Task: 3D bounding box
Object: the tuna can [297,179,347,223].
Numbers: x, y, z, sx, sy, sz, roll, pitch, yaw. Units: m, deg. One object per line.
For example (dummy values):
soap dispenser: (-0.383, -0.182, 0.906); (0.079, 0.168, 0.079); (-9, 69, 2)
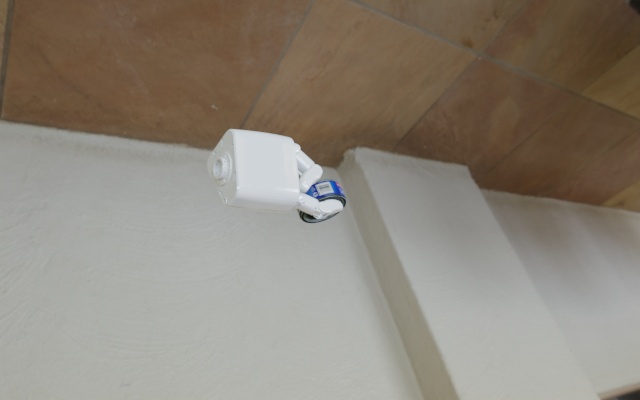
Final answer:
tuna can: (0.000, 0.003, 0.809); (0.086, 0.033, 0.086); (-18, -28, -10)
